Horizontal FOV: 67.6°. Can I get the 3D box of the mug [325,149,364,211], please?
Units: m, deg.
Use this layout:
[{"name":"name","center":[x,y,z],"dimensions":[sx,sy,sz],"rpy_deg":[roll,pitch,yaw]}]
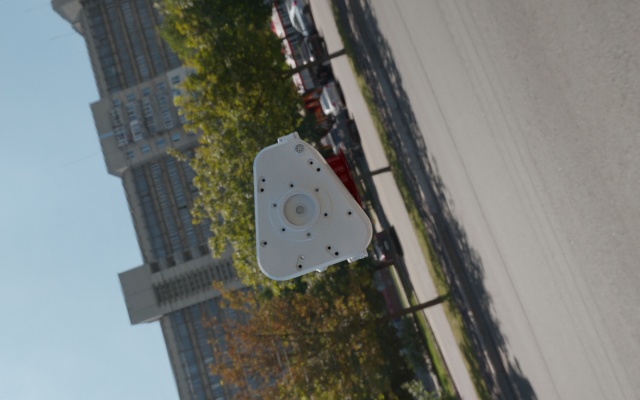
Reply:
[{"name":"mug","center":[0.000,0.002,0.535],"dimensions":[0.081,0.093,0.117],"rpy_deg":[-19,-5,3]}]
